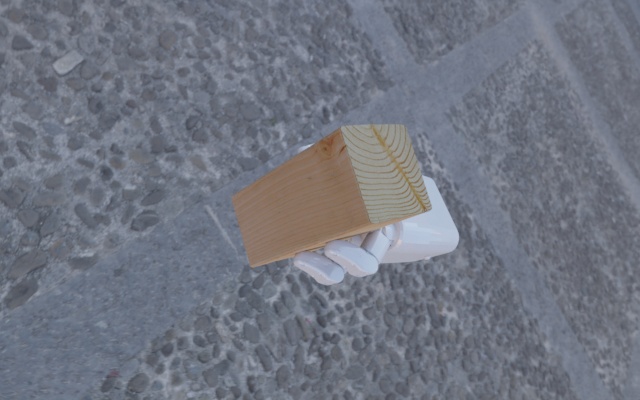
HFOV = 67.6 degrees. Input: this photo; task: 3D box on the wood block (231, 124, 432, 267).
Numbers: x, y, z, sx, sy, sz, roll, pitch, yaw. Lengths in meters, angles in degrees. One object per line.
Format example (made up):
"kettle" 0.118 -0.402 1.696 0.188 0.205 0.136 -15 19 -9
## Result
"wood block" 0.000 0.001 0.507 0.090 0.091 0.206 -9 -11 -40
